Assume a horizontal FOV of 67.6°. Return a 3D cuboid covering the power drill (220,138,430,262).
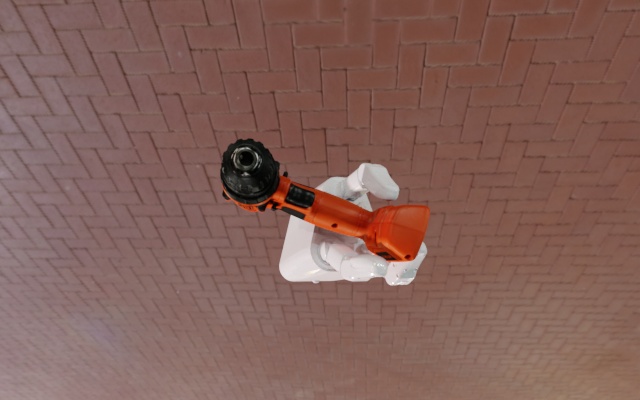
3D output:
[{"bbox_3d":[0.000,0.002,0.442,0.187,0.057,0.184,21,-6,-4],"label":"power drill"}]
